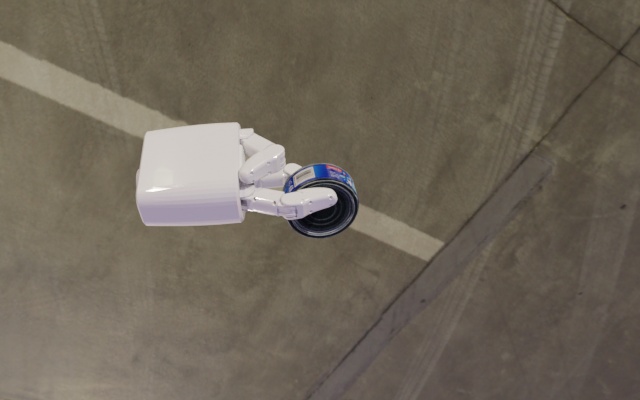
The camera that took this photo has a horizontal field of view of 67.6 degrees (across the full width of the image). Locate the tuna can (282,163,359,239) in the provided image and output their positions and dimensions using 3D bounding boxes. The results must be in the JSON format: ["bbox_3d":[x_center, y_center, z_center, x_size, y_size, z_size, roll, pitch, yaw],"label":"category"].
[{"bbox_3d":[0.000,0.002,0.542,0.086,0.086,0.033,0,36,-10],"label":"tuna can"}]
